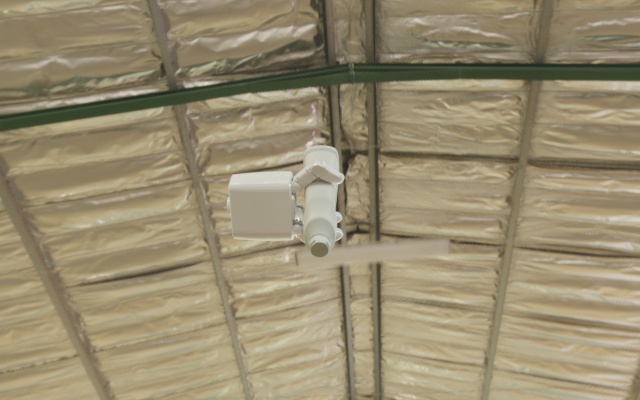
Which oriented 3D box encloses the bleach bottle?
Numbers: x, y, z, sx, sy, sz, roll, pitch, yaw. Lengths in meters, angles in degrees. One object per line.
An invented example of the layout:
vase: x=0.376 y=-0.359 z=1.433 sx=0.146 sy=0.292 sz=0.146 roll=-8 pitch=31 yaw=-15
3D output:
bleach bottle: x=0.000 y=0.003 z=0.820 sx=0.068 sy=0.103 sz=0.250 roll=-1 pitch=31 yaw=1
